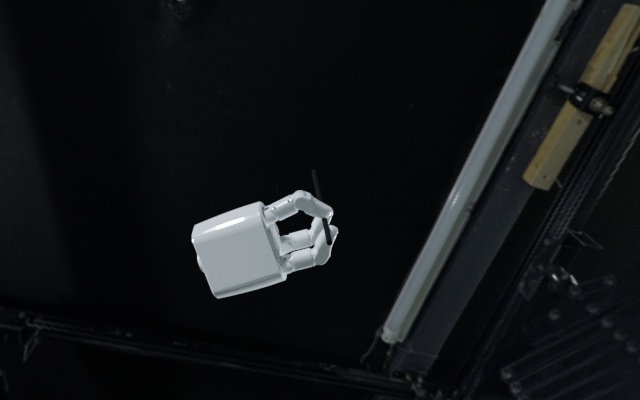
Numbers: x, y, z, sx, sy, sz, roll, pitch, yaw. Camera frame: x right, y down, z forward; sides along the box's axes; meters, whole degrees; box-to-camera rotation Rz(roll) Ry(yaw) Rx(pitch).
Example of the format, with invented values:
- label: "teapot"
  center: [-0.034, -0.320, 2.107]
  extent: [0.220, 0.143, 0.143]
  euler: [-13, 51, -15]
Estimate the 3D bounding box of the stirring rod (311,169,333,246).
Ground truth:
- label: "stirring rod"
  center: [0.000, 0.002, 0.734]
  extent: [0.011, 0.011, 0.239]
  euler: [0, 26, -6]
